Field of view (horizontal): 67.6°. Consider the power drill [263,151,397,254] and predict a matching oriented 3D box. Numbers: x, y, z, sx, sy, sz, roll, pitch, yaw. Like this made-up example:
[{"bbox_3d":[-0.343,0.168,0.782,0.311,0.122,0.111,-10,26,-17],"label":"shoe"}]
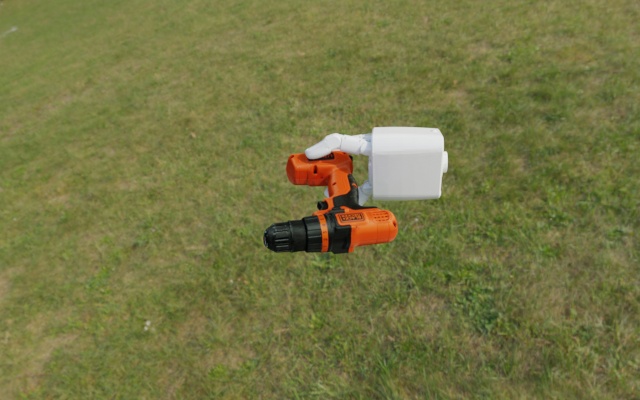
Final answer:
[{"bbox_3d":[0.000,0.002,0.700,0.184,0.057,0.187,-4,41,-13],"label":"power drill"}]
